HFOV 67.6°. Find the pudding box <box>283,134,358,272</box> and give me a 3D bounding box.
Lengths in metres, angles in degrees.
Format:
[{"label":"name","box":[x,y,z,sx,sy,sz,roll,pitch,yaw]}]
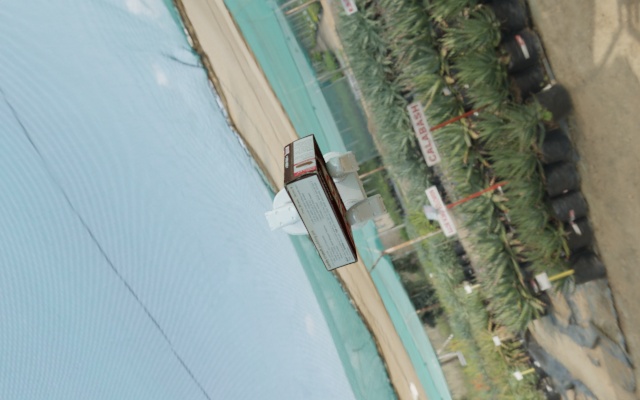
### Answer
[{"label":"pudding box","box":[0.000,0.002,0.487,0.039,0.113,0.090,-23,29,8]}]
